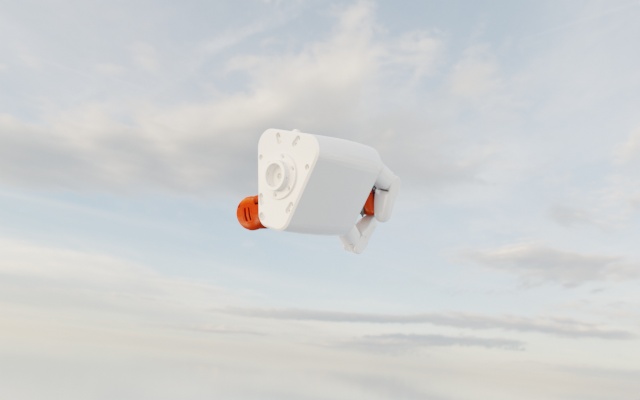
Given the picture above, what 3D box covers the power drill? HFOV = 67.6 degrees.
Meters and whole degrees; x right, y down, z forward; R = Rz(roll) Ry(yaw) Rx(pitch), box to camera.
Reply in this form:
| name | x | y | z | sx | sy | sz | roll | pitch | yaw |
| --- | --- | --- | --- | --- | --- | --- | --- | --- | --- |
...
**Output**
| name | x | y | z | sx | sy | sz | roll | pitch | yaw |
| --- | --- | --- | --- | --- | --- | --- | --- | --- | --- |
| power drill | 0.000 | 0.002 | 0.676 | 0.187 | 0.057 | 0.184 | -11 | 2 | 22 |
